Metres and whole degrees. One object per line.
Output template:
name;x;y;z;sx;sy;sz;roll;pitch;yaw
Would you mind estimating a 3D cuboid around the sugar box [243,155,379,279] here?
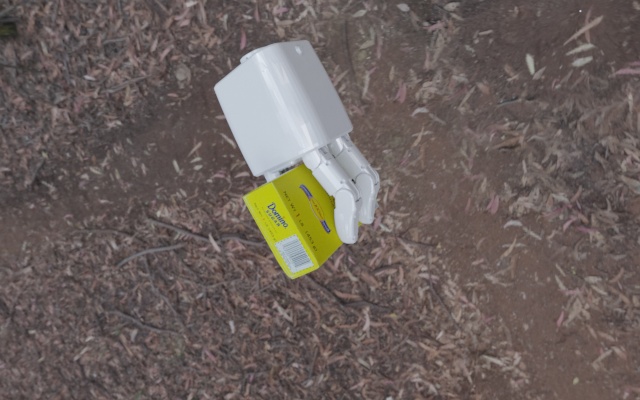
sugar box;0.000;0.001;0.512;0.048;0.093;0.176;-24;7;33
